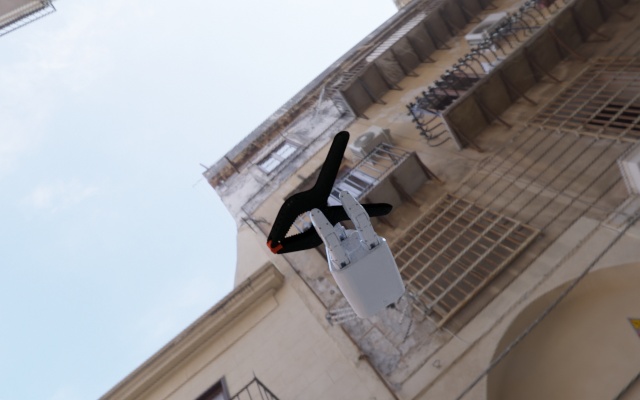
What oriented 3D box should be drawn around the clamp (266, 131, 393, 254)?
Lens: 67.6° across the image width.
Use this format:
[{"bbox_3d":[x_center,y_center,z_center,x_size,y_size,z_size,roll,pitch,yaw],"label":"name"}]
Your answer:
[{"bbox_3d":[-0.001,0.003,0.742,0.210,0.165,0.036,-32,25,-11],"label":"clamp"}]
